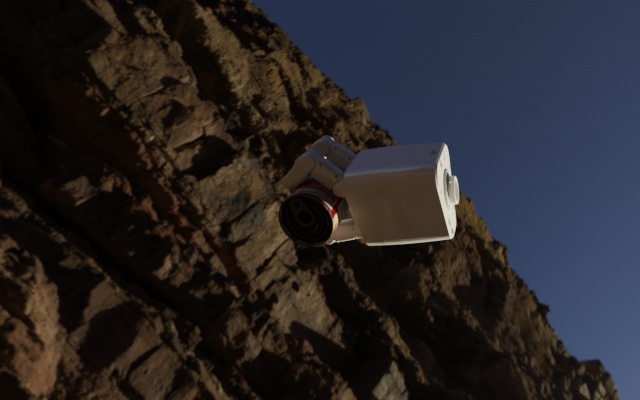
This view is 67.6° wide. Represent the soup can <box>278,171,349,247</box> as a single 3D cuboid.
[{"bbox_3d":[0.000,0.002,0.586,0.068,0.068,0.102,0,26,23],"label":"soup can"}]
